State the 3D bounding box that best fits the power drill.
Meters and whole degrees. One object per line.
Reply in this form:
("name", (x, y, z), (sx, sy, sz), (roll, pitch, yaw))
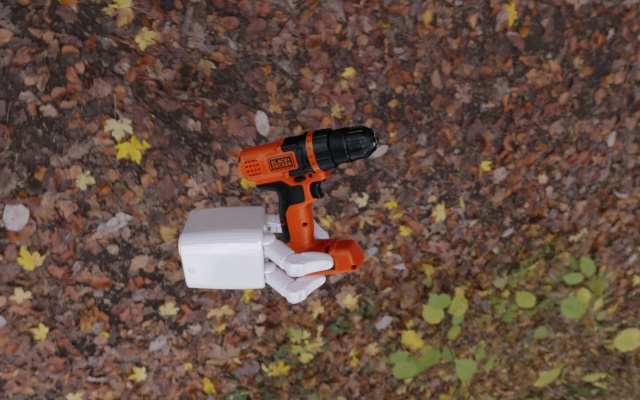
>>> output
("power drill", (0.000, 0.003, 0.619), (0.184, 0.188, 0.057), (-8, 18, 21))
